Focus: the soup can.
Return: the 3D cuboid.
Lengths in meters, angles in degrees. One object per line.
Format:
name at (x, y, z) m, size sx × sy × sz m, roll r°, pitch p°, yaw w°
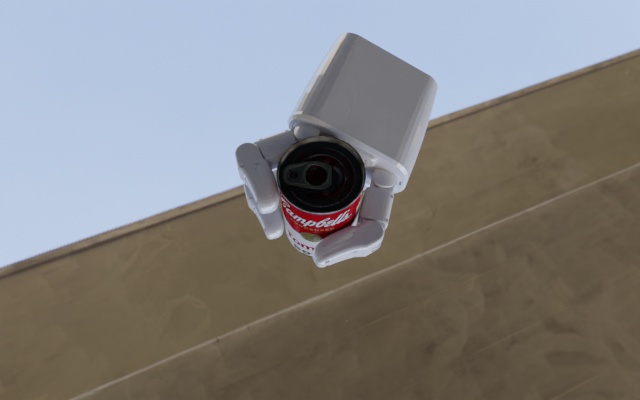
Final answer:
soup can at (0.000, 0.002, 0.404) m, size 0.068 × 0.068 × 0.102 m, roll 0°, pitch -26°, yaw -1°
